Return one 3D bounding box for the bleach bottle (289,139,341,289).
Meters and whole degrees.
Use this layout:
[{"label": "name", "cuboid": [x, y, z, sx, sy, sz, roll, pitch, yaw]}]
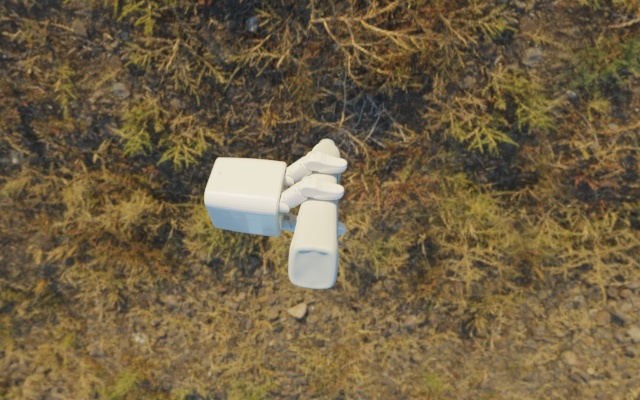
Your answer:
[{"label": "bleach bottle", "cuboid": [0.000, 0.002, 0.727, 0.068, 0.250, 0.103, 5, -44, 1]}]
